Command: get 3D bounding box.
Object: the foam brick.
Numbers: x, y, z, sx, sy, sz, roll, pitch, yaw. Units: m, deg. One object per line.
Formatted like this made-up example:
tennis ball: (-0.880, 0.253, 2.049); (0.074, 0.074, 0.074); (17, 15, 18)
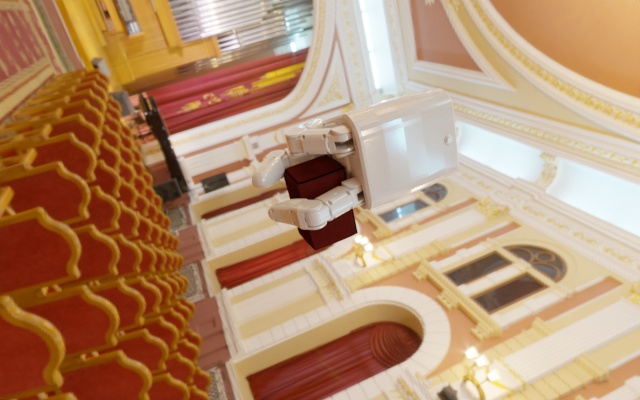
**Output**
foam brick: (0.000, 0.002, 0.493); (0.051, 0.078, 0.053); (-20, 26, -15)
